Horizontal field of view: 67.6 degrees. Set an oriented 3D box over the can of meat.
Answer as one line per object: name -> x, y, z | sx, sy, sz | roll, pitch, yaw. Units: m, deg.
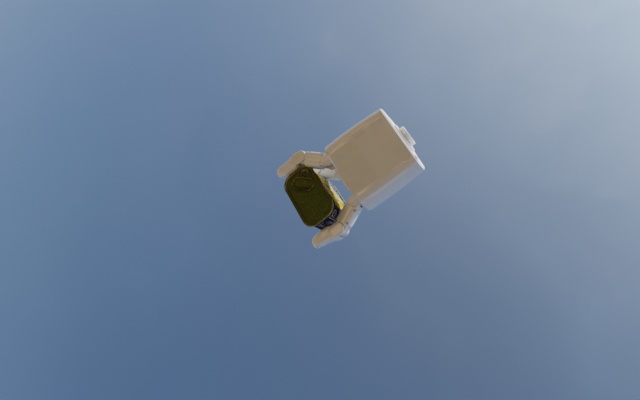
can of meat -> 0.000, 0.003, 0.766 | 0.057, 0.102, 0.084 | -40, -31, 13
